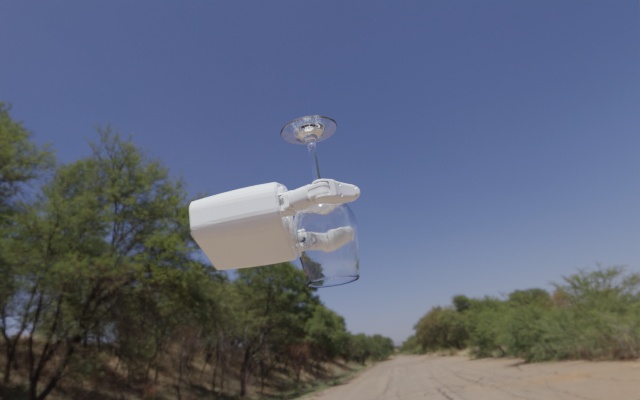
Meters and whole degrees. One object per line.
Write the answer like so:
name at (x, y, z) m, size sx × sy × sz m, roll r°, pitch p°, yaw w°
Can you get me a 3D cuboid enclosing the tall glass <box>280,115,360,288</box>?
tall glass at (0.000, 0.001, 0.586) m, size 0.079 × 0.201 × 0.079 m, roll -9°, pitch -19°, yaw -3°
